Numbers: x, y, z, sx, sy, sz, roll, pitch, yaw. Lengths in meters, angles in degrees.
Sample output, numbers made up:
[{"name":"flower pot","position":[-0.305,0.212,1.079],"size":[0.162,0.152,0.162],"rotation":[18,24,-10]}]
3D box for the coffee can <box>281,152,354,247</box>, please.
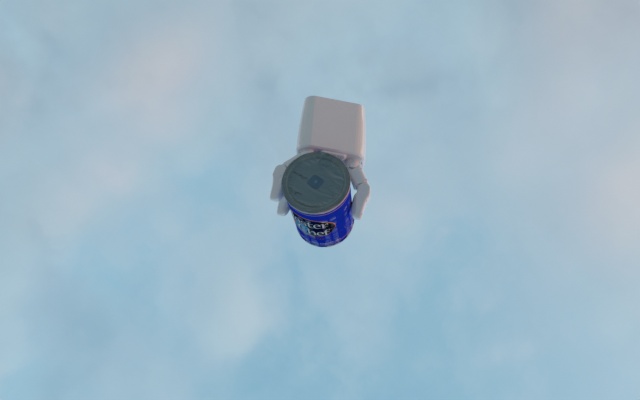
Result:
[{"name":"coffee can","position":[0.000,0.003,0.761],"size":[0.103,0.102,0.140],"rotation":[0,-26,7]}]
